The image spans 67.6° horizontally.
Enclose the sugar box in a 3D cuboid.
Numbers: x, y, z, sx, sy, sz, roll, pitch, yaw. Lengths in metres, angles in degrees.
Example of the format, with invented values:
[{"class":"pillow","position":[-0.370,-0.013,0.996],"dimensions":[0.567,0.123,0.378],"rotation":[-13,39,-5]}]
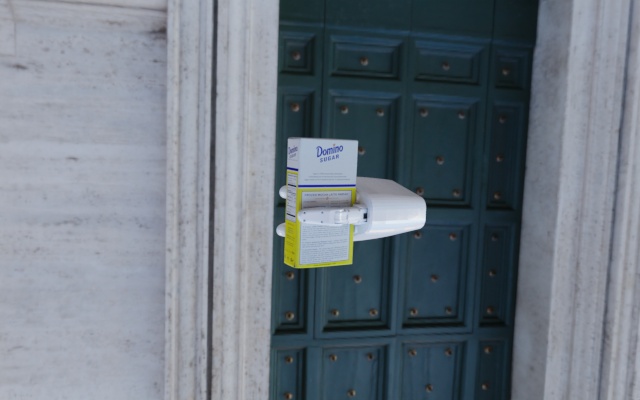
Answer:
[{"class":"sugar box","position":[0.000,0.002,0.664],"dimensions":[0.093,0.176,0.048],"rotation":[-1,5,-29]}]
